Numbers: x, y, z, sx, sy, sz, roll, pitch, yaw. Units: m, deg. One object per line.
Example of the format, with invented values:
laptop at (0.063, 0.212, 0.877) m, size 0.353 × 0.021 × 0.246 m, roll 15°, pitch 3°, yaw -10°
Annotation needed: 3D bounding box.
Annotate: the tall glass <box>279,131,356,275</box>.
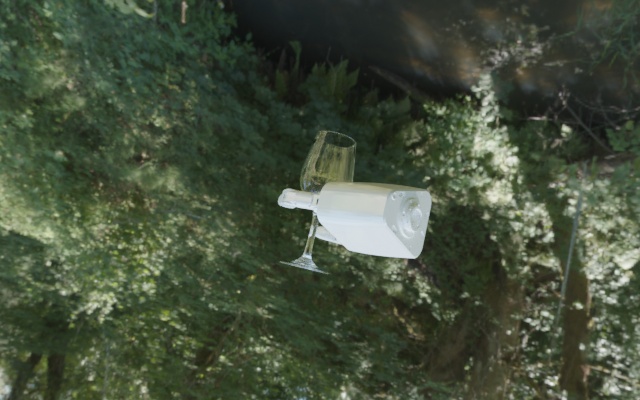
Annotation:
tall glass at (0.000, 0.003, 0.700) m, size 0.079 × 0.201 × 0.079 m, roll 13°, pitch -9°, yaw 2°
